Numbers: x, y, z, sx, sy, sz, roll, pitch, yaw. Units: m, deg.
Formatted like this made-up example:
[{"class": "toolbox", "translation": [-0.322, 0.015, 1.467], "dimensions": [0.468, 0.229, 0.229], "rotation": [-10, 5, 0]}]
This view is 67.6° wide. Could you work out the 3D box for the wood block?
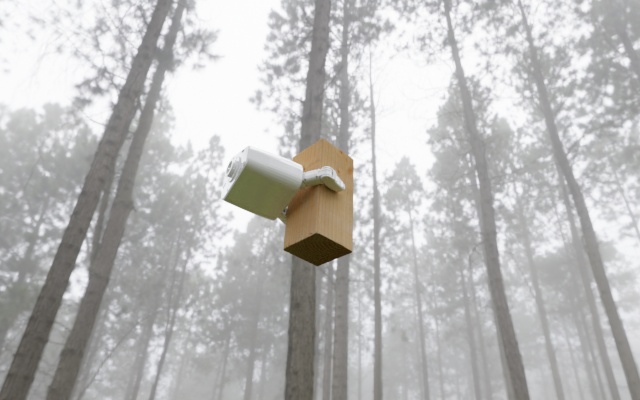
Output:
[{"class": "wood block", "translation": [0.000, 0.002, 0.883], "dimensions": [0.090, 0.206, 0.091], "rotation": [31, -42, -34]}]
